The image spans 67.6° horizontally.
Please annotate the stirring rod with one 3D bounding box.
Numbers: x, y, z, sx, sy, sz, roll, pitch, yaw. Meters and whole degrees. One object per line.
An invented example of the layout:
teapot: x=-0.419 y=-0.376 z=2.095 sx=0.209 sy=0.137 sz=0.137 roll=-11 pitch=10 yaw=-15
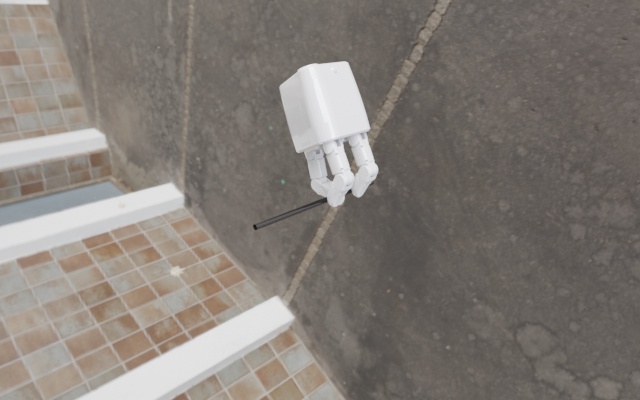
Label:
stirring rod: x=0.000 y=0.002 z=0.688 sx=0.239 sy=0.011 sz=0.011 roll=-21 pitch=14 yaw=-42
